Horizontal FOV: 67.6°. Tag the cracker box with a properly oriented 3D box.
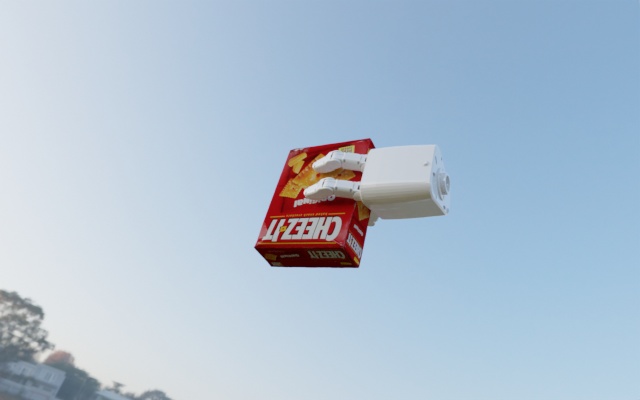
[{"bbox_3d":[0.000,0.003,0.793,0.164,0.213,0.072,-4,-38,29],"label":"cracker box"}]
